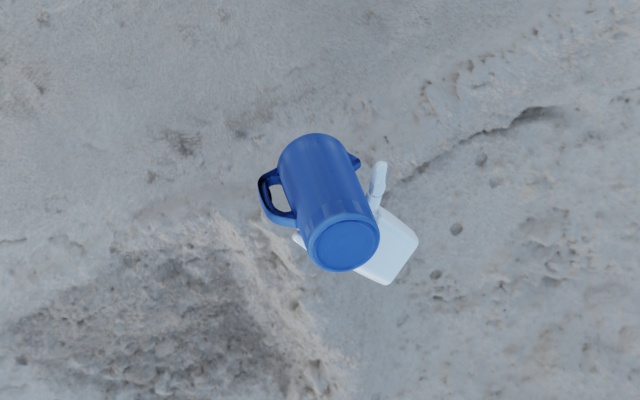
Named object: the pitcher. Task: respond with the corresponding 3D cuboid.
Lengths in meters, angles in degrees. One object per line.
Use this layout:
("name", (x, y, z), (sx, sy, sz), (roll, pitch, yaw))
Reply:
("pitcher", (0.000, 0.003, 0.769), (0.145, 0.149, 0.242), (33, 20, -29))
